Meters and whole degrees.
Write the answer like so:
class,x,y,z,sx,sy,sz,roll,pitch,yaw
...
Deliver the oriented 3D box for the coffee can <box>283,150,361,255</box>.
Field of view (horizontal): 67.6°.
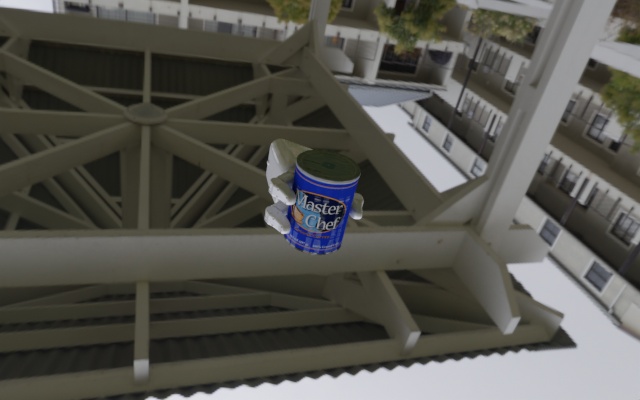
class,x,y,z,sx,sy,sz,roll,pitch,yaw
coffee can,0.000,0.003,0.776,0.103,0.140,0.102,9,30,-6
